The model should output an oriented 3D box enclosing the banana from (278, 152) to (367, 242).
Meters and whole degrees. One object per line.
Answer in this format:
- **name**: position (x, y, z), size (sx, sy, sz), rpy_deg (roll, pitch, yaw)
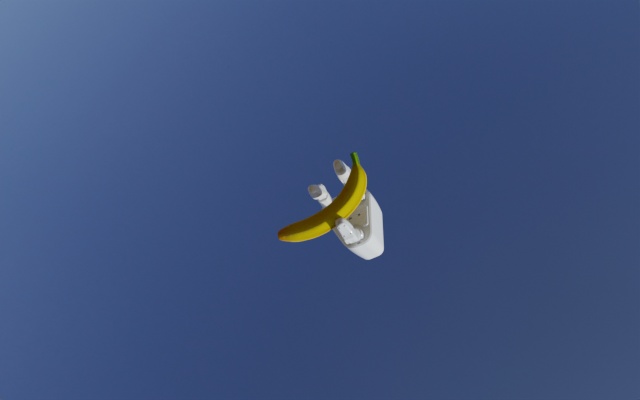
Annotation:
- **banana**: position (0.015, 0.012, 0.809), size (0.069, 0.198, 0.037), rpy_deg (44, 1, 22)
